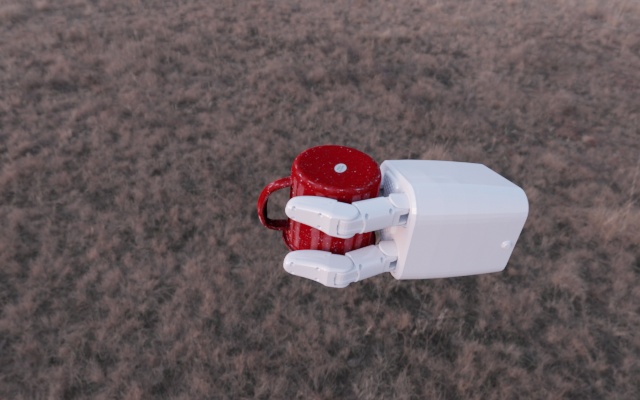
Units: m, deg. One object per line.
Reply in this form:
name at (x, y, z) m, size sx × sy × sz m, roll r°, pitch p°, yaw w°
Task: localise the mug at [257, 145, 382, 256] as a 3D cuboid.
mug at (-0.001, 0.001, 0.445) m, size 0.117 × 0.082 × 0.093 m, roll -1°, pitch 36°, yaw -10°
